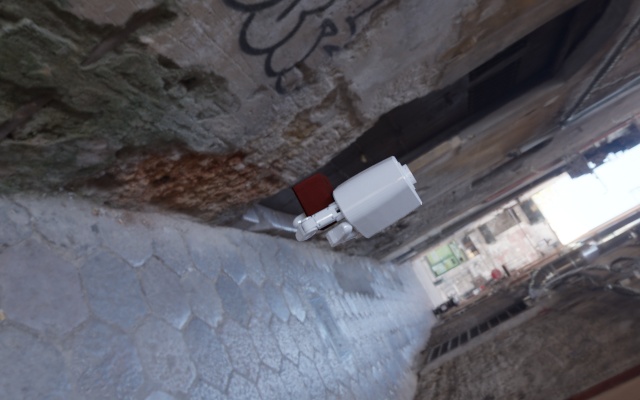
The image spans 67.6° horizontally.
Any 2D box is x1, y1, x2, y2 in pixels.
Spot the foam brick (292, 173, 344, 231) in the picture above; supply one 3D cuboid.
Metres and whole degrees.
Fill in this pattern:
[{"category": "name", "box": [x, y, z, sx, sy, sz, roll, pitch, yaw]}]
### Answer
[{"category": "foam brick", "box": [0.000, 0.002, 0.763, 0.051, 0.078, 0.053, -32, -14, 13]}]
